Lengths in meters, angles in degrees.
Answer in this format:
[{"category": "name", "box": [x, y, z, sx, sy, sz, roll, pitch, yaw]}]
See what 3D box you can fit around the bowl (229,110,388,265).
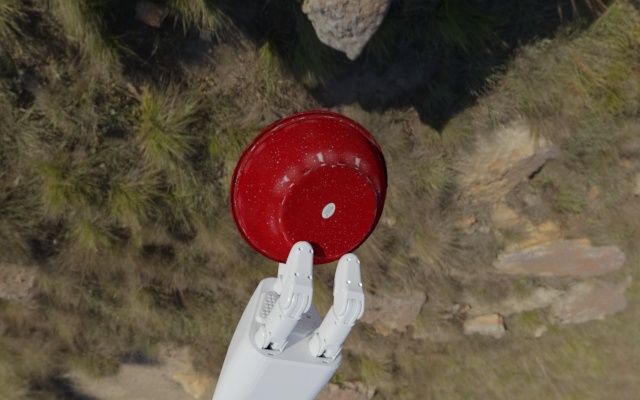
[{"category": "bowl", "box": [0.000, 0.000, 0.444, 0.162, 0.162, 0.055, 0, 21, -20]}]
